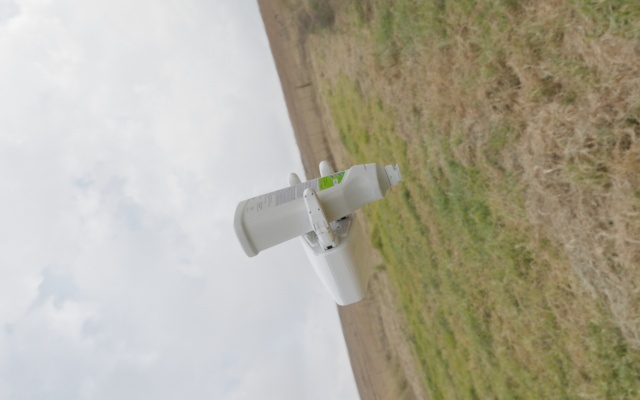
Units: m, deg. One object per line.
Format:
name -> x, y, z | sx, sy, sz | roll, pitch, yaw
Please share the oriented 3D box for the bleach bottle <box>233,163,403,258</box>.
bleach bottle -> 0.000, 0.002, 0.710 | 0.251, 0.068, 0.102 | -19, 25, 5
